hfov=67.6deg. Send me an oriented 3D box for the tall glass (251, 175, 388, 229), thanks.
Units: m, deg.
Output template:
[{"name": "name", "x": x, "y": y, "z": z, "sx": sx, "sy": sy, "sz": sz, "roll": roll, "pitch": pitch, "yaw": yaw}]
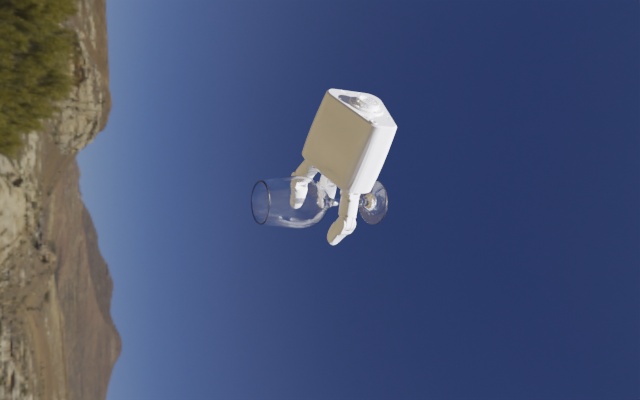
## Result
[{"name": "tall glass", "x": 0.001, "y": 0.002, "z": 0.715, "sx": 0.201, "sy": 0.079, "sz": 0.079, "roll": -1, "pitch": 0, "yaw": -32}]
